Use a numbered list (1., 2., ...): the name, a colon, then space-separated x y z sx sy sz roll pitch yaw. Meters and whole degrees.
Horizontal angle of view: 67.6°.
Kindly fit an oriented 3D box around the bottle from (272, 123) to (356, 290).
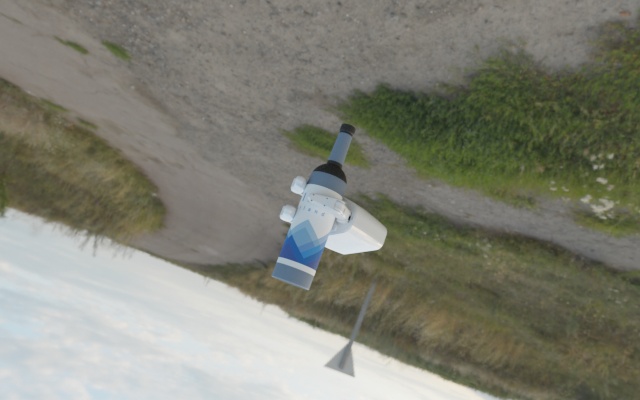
1. bottle: 0.000 0.003 0.822 0.069 0.295 0.069 20 -13 5
